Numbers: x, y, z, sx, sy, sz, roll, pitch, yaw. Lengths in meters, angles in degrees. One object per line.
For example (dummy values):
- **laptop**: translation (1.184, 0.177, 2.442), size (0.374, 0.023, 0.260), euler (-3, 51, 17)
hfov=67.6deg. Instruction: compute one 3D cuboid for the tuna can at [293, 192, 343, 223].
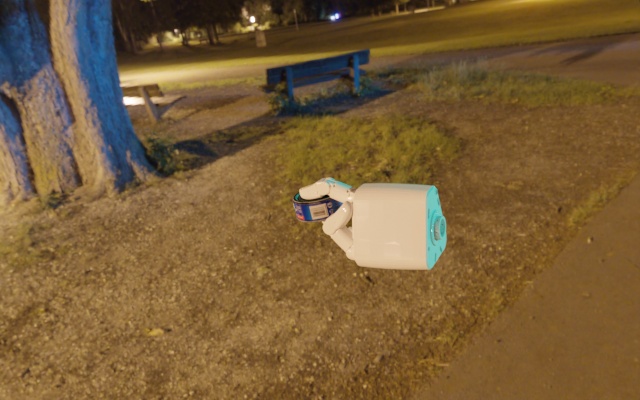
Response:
- **tuna can**: translation (0.000, 0.002, 0.750), size (0.086, 0.034, 0.086), euler (-13, 19, 4)
